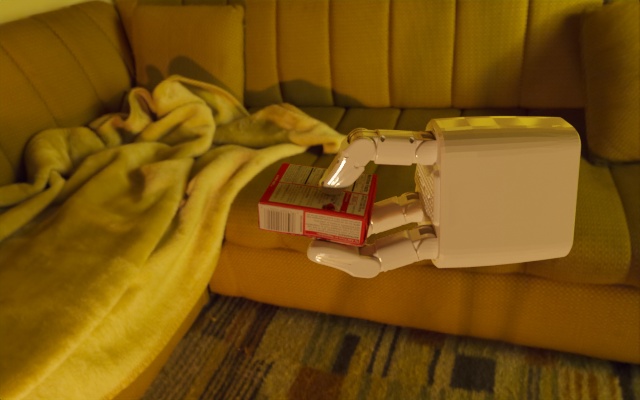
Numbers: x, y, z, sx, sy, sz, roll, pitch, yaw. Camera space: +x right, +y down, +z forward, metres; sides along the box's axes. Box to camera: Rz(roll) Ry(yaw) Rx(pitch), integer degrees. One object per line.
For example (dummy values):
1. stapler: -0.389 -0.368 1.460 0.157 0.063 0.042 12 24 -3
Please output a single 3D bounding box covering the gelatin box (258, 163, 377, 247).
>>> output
1. gelatin box: 0.000 0.001 0.403 0.089 0.030 0.073 9 32 8
